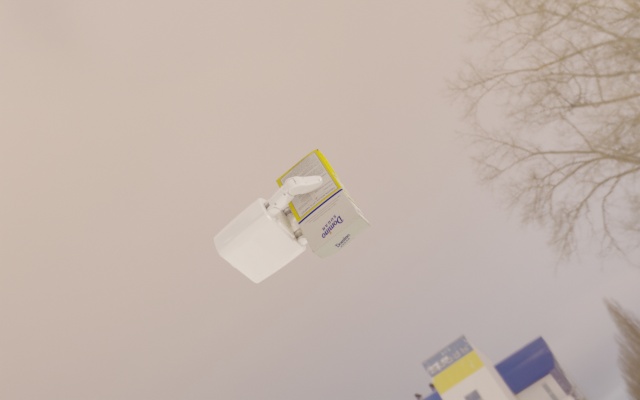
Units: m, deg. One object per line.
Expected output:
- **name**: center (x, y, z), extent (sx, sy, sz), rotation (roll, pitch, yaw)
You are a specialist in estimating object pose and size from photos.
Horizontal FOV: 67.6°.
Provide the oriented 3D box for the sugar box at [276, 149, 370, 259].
- **sugar box**: center (0.000, 0.003, 0.776), extent (0.093, 0.176, 0.048), rotation (-38, -40, 10)
